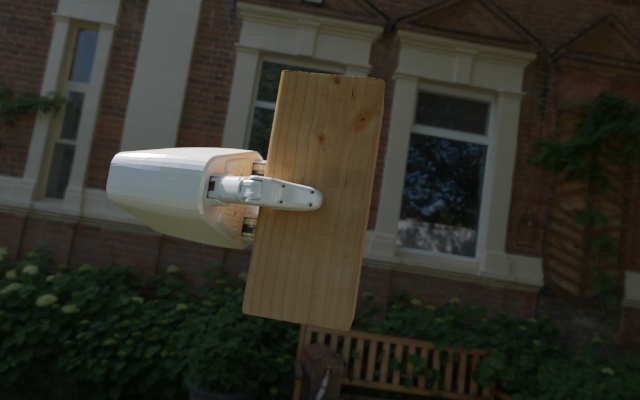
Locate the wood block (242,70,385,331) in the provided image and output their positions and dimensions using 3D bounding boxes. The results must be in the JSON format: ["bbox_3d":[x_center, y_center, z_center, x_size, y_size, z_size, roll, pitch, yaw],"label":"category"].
[{"bbox_3d":[0.000,0.001,0.430,0.090,0.206,0.091,8,-6,8],"label":"wood block"}]
